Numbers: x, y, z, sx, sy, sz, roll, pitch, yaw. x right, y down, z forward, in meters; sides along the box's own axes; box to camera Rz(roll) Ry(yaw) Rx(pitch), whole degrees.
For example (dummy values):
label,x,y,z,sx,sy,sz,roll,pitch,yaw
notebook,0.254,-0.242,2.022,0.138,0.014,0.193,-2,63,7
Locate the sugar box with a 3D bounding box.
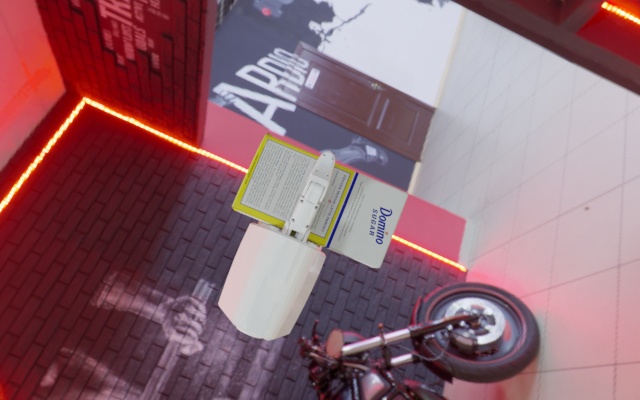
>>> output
label,x,y,z,sx,sy,sz,roll,pitch,yaw
sugar box,0.000,0.002,0.542,0.176,0.093,0.048,24,-7,-5
